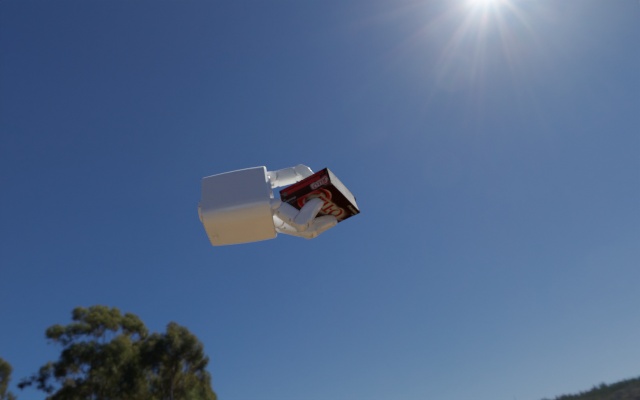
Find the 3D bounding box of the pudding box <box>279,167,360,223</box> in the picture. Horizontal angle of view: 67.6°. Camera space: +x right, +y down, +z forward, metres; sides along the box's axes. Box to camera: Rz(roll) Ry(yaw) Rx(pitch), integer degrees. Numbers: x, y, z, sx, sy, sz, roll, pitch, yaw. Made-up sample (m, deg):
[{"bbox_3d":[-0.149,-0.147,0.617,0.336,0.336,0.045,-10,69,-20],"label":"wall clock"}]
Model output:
[{"bbox_3d":[0.000,0.002,0.776,0.090,0.039,0.113,-25,-33,18],"label":"pudding box"}]
